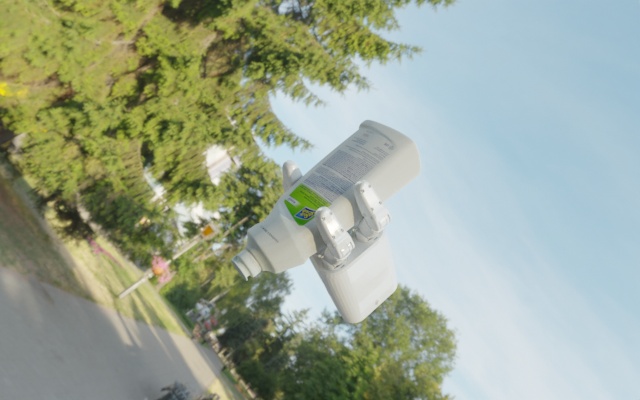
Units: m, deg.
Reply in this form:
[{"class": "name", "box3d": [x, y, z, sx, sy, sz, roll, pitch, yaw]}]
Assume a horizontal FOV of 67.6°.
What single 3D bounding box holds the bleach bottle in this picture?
[{"class": "bleach bottle", "box3d": [0.000, 0.002, 0.568, 0.251, 0.068, 0.102, -37, 42, -19]}]
